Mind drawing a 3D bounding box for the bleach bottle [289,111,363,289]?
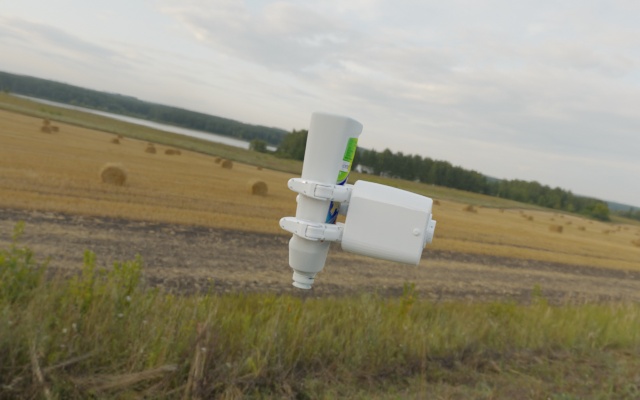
[{"bbox_3d":[0.000,0.002,0.695,0.068,0.251,0.102,13,6,15],"label":"bleach bottle"}]
